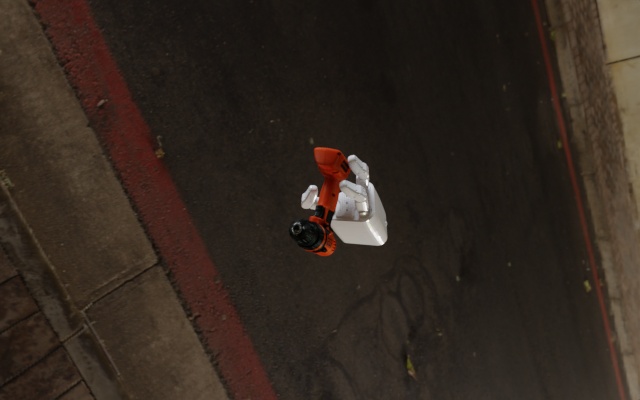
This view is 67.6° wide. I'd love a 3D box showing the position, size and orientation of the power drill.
[{"bbox_3d":[0.000,0.003,0.875,0.057,0.187,0.184,11,-11,17],"label":"power drill"}]
